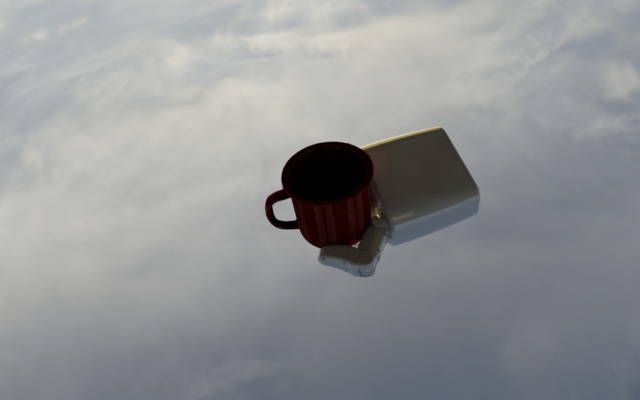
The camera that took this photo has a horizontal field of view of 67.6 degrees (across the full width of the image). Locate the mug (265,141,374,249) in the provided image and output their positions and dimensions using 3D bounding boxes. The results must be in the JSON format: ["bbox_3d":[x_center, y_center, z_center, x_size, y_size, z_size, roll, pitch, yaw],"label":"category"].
[{"bbox_3d":[-0.001,0.002,0.501,0.117,0.082,0.093,-17,46,-6],"label":"mug"}]
